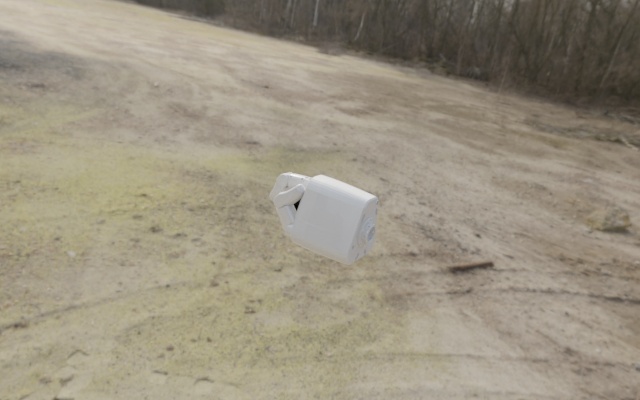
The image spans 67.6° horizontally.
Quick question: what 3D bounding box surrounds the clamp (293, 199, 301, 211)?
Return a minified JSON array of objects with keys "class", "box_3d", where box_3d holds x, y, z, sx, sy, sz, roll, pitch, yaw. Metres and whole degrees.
[{"class":"clamp","box_3d":[0.000,0.002,0.867,0.120,0.039,0.171,21,22,27]}]
